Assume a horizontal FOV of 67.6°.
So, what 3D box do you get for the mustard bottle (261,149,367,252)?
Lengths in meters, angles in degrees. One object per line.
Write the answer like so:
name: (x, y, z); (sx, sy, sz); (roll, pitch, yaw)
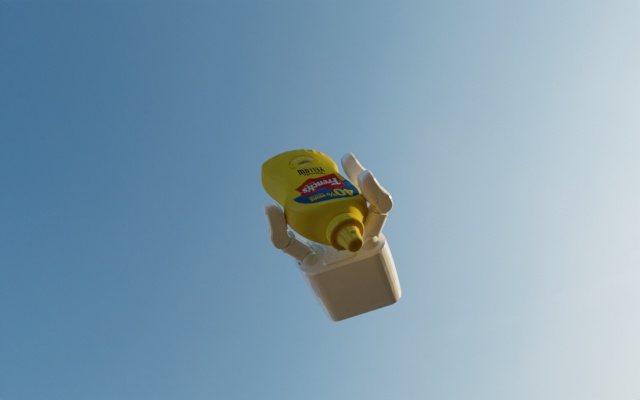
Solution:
mustard bottle: (0.000, 0.001, 0.564); (0.096, 0.058, 0.191); (-8, 32, -21)
